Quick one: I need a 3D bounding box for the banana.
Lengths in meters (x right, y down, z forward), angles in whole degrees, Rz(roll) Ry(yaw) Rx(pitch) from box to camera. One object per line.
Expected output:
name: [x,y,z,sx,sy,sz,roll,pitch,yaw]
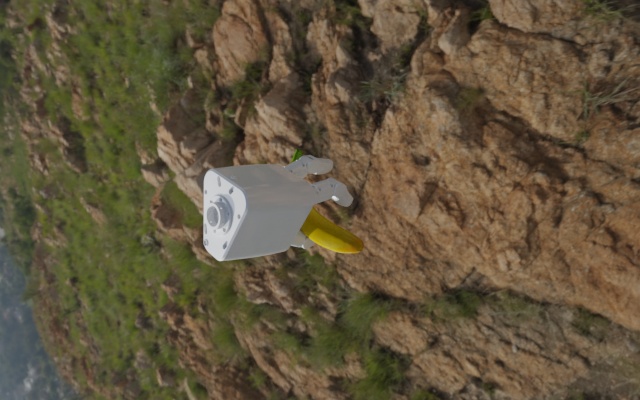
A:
banana: [-0.013,0.012,0.686,0.070,0.197,0.037,-47,-32,22]
